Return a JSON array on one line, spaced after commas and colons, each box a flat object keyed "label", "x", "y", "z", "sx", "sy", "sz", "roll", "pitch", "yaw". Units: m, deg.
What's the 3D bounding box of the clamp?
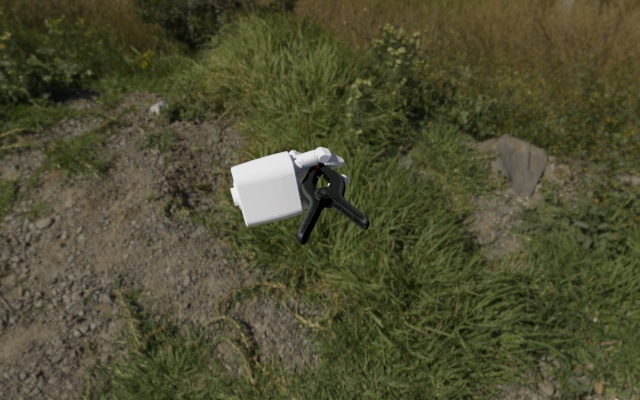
[{"label": "clamp", "x": 0.000, "y": 0.002, "z": 0.819, "sx": 0.120, "sy": 0.039, "sz": 0.171, "roll": -16, "pitch": 47, "yaw": -9}]
